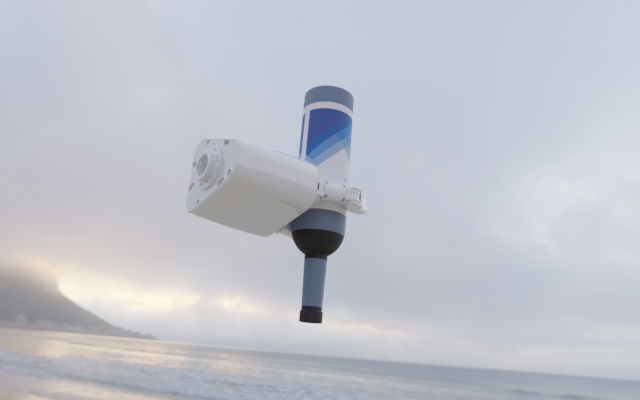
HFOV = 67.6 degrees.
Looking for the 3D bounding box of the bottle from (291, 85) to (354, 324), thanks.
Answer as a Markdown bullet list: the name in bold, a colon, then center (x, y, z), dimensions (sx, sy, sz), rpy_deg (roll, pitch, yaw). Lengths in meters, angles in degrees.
- **bottle**: center (0.000, 0.002, 0.598), dimensions (0.069, 0.295, 0.069), rpy_deg (4, -18, 1)
